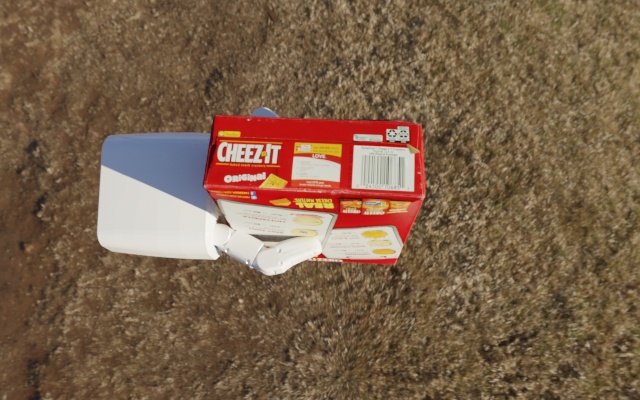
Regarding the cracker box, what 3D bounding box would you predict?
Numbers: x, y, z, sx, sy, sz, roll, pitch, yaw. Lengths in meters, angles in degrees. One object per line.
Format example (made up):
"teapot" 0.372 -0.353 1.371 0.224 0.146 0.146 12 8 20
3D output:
"cracker box" 0.000 0.002 0.451 0.164 0.072 0.214 2 -20 4
